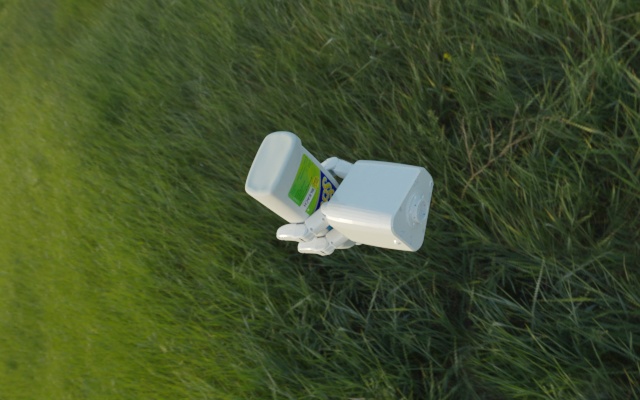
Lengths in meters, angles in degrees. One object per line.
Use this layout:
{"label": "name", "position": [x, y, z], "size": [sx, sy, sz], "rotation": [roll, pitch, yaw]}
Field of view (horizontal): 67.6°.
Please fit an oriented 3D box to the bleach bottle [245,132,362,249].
{"label": "bleach bottle", "position": [0.000, 0.002, 0.725], "size": [0.068, 0.102, 0.251], "rotation": [9, -19, 41]}
